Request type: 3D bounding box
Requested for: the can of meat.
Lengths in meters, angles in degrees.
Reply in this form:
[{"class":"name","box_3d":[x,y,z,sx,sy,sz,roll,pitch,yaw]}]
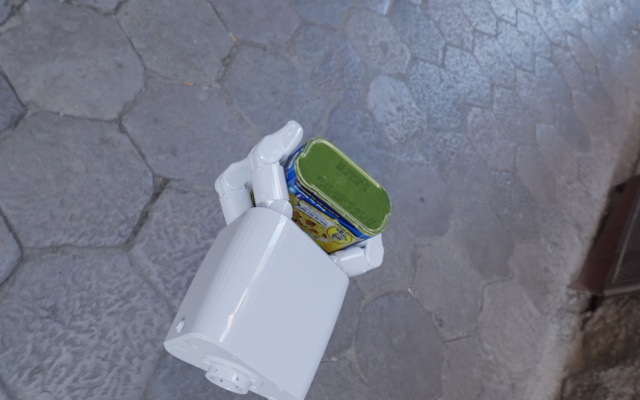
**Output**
[{"class":"can of meat","box_3d":[0.000,0.001,0.423,0.102,0.057,0.084,38,-36,-16]}]
